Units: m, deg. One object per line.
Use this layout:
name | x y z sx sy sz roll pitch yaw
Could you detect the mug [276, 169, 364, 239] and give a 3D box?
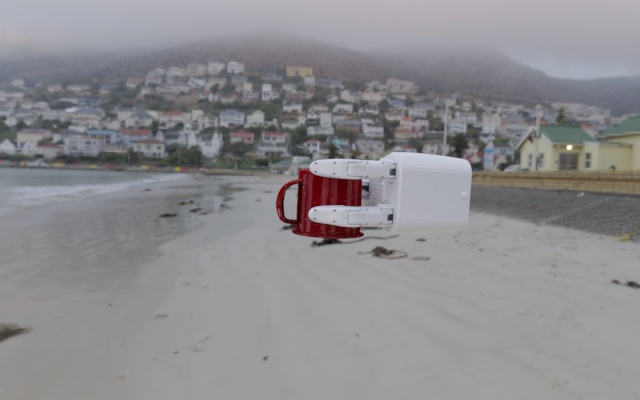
mug | -0.001 0.002 0.603 0.117 0.081 0.093 1 3 -22
